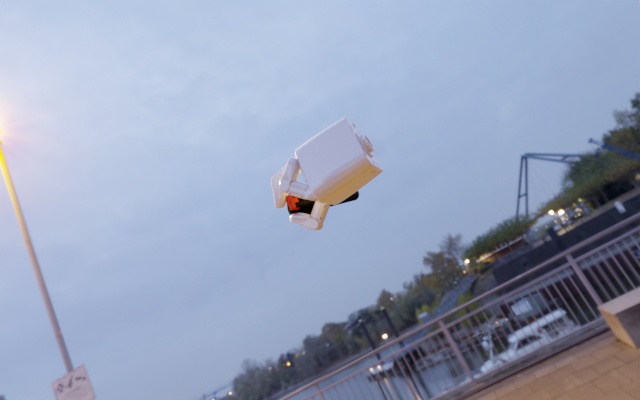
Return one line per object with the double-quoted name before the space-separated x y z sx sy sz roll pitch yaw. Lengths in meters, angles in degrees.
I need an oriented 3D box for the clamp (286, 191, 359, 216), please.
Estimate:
"clamp" 0.000 0.002 0.895 0.120 0.039 0.171 -35 -17 15
